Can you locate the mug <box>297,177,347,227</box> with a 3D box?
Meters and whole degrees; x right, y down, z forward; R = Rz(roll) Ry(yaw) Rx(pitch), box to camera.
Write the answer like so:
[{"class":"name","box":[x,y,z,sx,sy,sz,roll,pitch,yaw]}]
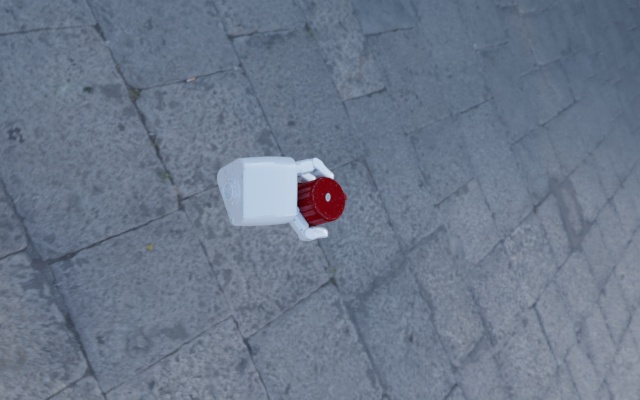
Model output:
[{"class":"mug","box":[0.001,0.003,0.884,0.117,0.093,0.081,-6,-8,-41]}]
